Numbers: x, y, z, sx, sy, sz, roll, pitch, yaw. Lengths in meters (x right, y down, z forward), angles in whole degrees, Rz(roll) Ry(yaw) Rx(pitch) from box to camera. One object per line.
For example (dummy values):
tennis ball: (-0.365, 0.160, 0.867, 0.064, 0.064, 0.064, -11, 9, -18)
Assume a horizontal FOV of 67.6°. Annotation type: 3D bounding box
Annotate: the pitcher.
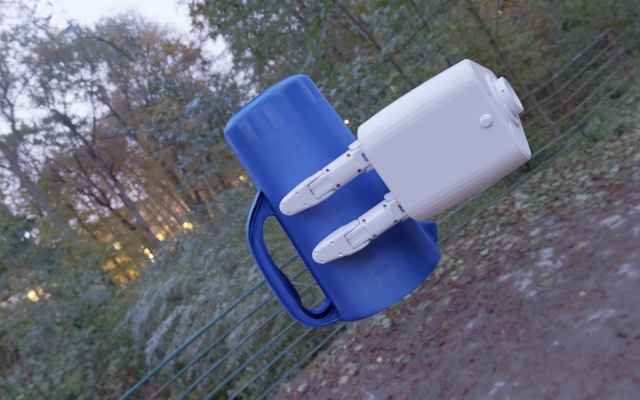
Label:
pitcher: (0.000, 0.002, 0.503, 0.145, 0.243, 0.149, -31, 7, 32)
